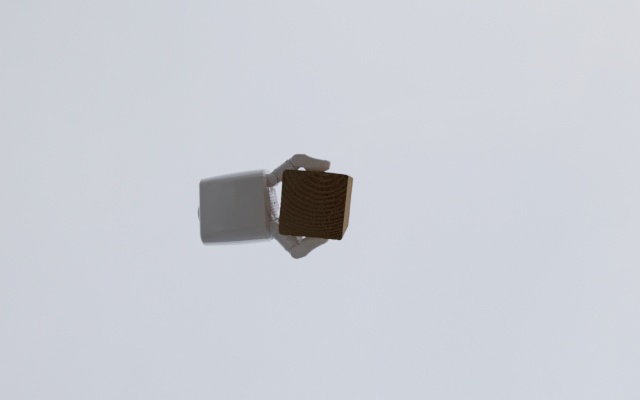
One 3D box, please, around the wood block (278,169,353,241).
[{"bbox_3d":[0.000,0.002,0.736,0.090,0.091,0.206,5,3,5],"label":"wood block"}]
